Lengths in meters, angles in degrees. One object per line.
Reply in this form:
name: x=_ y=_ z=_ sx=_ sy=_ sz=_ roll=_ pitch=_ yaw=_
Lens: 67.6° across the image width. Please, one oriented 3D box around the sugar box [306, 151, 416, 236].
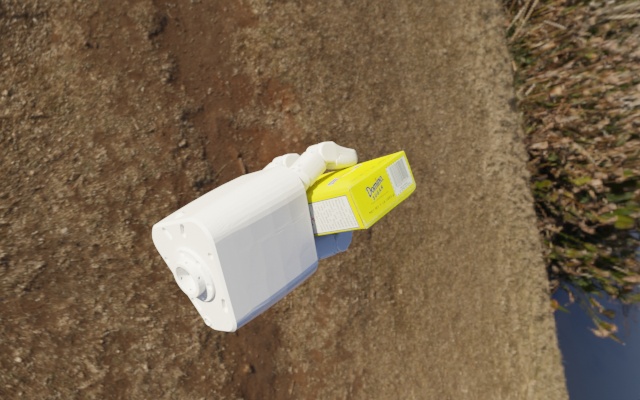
sugar box: x=0.000 y=0.001 z=0.487 sx=0.176 sy=0.048 sz=0.093 roll=-10 pitch=17 yaw=45
